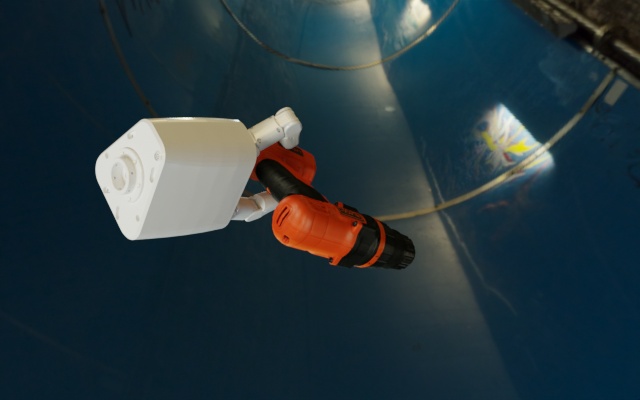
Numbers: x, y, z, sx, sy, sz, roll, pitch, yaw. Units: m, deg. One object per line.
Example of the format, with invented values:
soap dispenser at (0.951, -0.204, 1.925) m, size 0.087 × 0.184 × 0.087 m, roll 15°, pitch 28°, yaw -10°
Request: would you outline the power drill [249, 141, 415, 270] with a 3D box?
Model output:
power drill at (0.000, 0.001, 0.516) m, size 0.184 × 0.057 × 0.187 m, roll 22°, pitch 16°, yaw -42°
